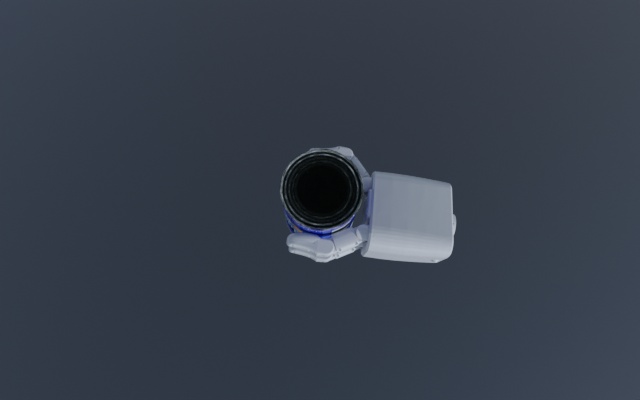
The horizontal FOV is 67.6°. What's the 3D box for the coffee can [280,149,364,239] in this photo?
[{"bbox_3d":[0.000,0.002,0.644,0.103,0.102,0.140,0,-14,-1],"label":"coffee can"}]
